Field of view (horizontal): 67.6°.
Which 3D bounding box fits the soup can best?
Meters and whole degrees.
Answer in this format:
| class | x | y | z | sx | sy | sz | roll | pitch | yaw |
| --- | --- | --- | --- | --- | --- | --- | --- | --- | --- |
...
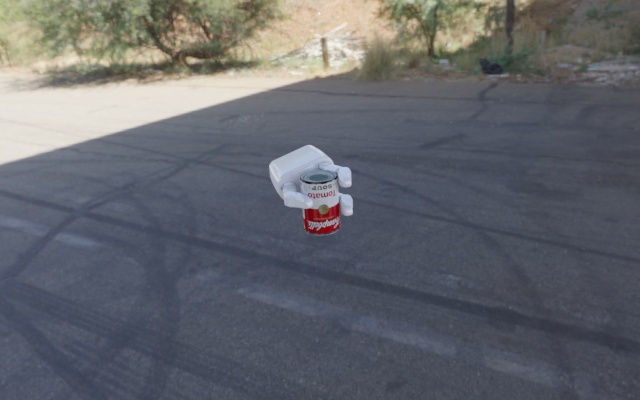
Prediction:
| class | x | y | z | sx | sy | sz | roll | pitch | yaw |
| --- | --- | --- | --- | --- | --- | --- | --- | --- | --- |
| soup can | 0.000 | 0.003 | 0.857 | 0.068 | 0.102 | 0.068 | -3 | 23 | 1 |
